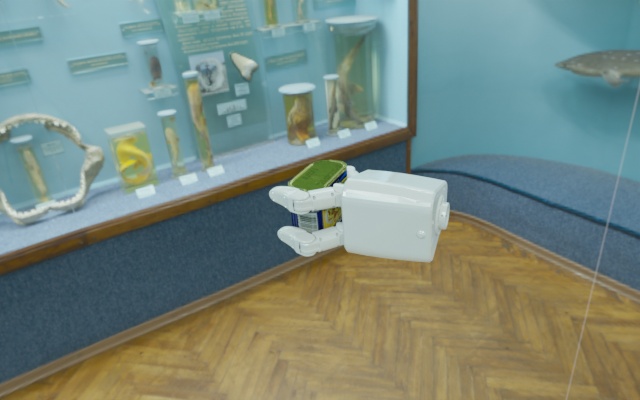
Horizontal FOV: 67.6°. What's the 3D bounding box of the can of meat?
[{"bbox_3d":[0.000,0.002,0.635,0.057,0.084,0.102,9,31,24],"label":"can of meat"}]
